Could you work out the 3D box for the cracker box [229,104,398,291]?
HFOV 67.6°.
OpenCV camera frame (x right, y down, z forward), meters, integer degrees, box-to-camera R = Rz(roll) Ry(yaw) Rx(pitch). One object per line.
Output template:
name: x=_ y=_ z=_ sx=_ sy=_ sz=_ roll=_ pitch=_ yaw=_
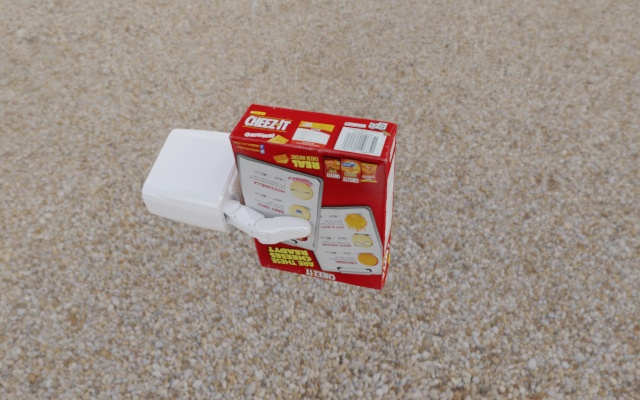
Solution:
cracker box: x=0.000 y=0.002 z=0.550 sx=0.164 sy=0.214 sz=0.072 roll=10 pitch=47 yaw=15
